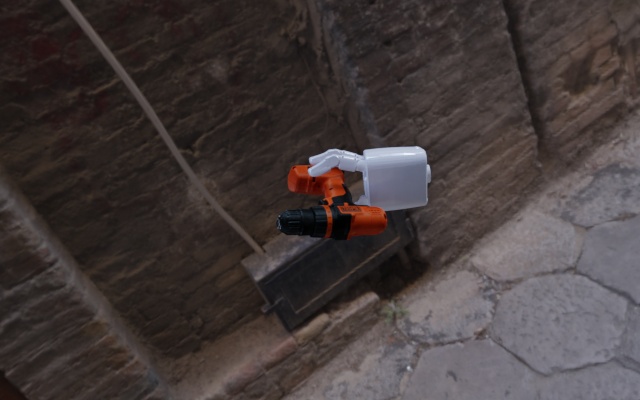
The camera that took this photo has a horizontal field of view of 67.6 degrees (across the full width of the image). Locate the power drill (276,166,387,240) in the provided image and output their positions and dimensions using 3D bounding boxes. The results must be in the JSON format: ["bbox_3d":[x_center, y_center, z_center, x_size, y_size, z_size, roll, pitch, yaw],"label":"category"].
[{"bbox_3d":[0.000,0.002,0.825,0.184,0.057,0.187,1,30,-20],"label":"power drill"}]
